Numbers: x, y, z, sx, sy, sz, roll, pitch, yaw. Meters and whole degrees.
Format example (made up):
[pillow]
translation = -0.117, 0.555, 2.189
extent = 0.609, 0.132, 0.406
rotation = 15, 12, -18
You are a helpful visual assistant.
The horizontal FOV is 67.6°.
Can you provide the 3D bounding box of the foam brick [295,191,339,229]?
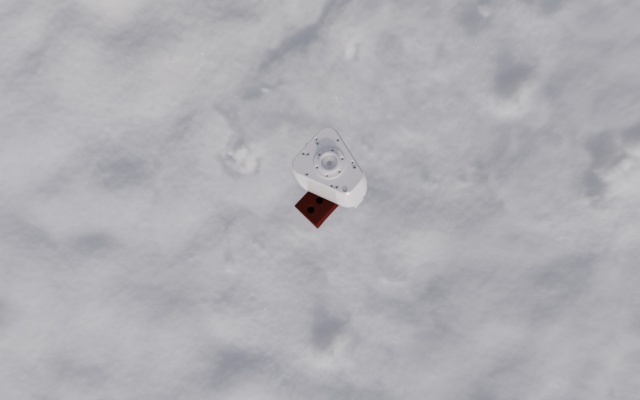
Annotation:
[foam brick]
translation = 0.000, 0.003, 0.847
extent = 0.053, 0.078, 0.051
rotation = 42, -3, 10
